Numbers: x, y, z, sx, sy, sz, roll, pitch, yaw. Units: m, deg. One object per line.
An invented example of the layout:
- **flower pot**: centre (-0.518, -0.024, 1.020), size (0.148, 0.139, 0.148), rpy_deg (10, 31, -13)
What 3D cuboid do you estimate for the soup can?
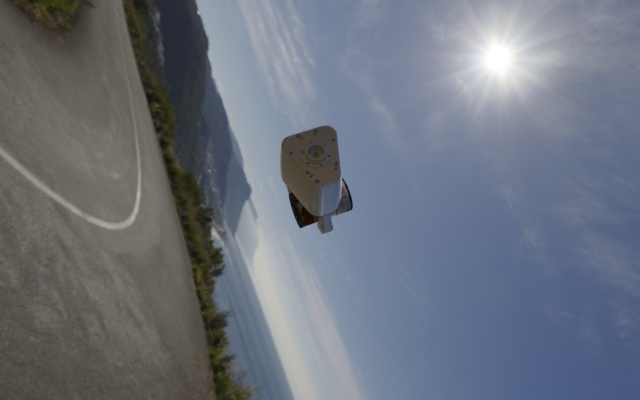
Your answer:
- **soup can**: centre (0.000, 0.003, 0.877), size (0.102, 0.068, 0.068), rpy_deg (-19, 3, -10)
